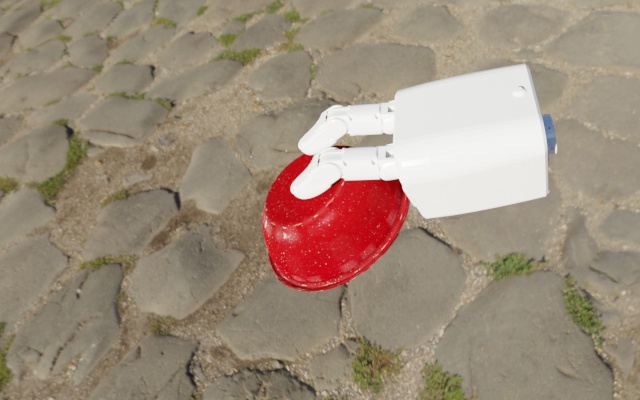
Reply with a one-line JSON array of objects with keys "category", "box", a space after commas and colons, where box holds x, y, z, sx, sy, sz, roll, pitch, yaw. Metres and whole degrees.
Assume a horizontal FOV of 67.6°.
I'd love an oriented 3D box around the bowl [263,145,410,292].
[{"category": "bowl", "box": [-0.001, 0.002, 0.450, 0.162, 0.162, 0.055, 0, -35, 42]}]
